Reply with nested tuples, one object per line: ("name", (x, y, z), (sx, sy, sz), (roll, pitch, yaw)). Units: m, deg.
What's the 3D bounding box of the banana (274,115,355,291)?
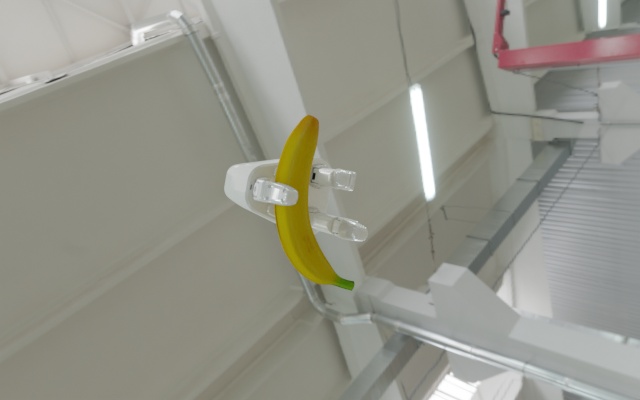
("banana", (-0.017, 0.009, 0.523), (0.069, 0.198, 0.037), (-14, 9, -8))
